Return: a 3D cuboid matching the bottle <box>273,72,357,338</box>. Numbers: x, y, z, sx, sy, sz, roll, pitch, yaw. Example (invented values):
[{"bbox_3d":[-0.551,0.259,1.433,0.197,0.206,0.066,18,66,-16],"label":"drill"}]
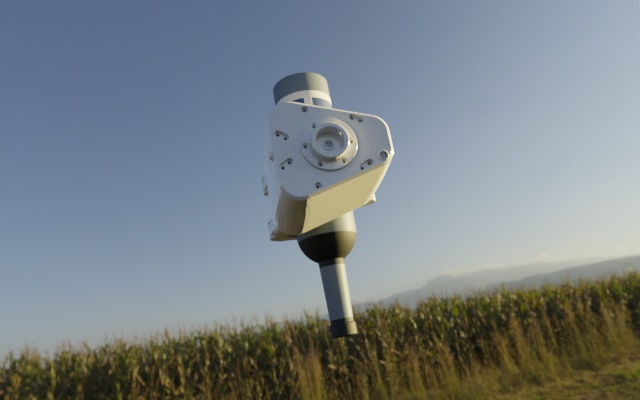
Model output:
[{"bbox_3d":[0.000,0.002,0.536,0.069,0.295,0.069,-9,-17,-3],"label":"bottle"}]
